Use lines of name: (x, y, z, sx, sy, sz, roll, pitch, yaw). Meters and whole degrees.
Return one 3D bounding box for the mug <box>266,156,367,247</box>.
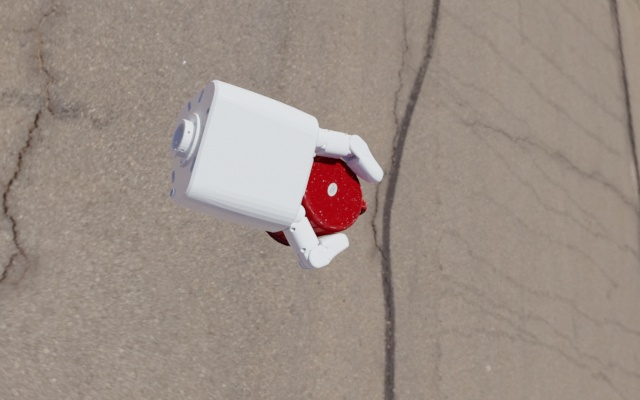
mug: (0.001, 0.002, 0.521, 0.117, 0.093, 0.081, 16, -20, -34)
